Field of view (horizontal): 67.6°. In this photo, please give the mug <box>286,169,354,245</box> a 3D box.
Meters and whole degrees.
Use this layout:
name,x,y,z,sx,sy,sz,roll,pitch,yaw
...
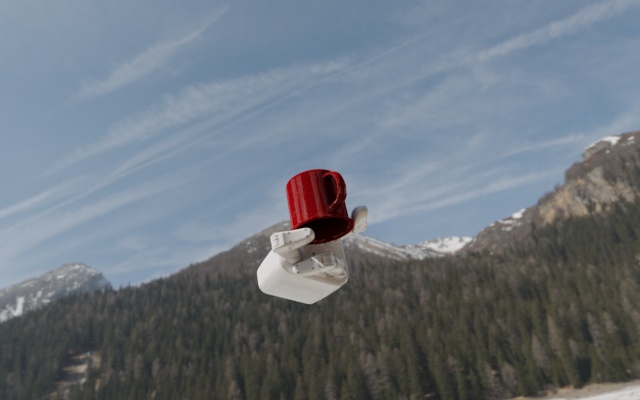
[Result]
name,x,y,z,sx,sy,sz,roll,pitch,yaw
mug,0.001,0.001,0.679,0.093,0.081,0.117,4,-31,-28
